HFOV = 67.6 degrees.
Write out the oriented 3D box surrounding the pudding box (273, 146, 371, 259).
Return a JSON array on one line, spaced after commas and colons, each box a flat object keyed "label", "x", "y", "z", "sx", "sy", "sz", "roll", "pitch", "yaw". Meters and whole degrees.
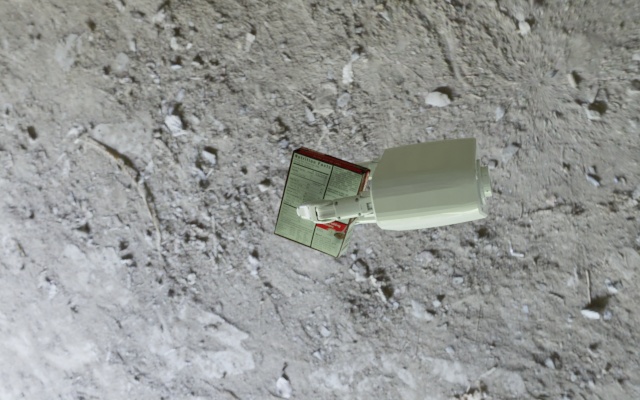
[{"label": "pudding box", "x": 0.000, "y": 0.002, "z": 0.570, "sx": 0.090, "sy": 0.113, "sz": 0.039, "roll": 20, "pitch": 18, "yaw": 13}]
